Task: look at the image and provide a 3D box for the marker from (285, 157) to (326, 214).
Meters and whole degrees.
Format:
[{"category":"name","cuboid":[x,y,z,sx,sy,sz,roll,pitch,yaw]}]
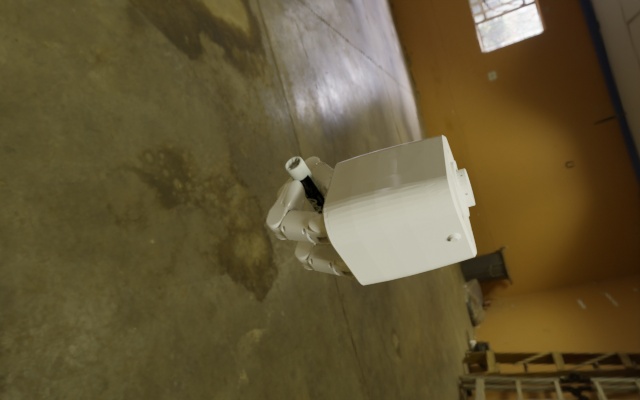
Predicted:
[{"category":"marker","cuboid":[0.000,0.002,0.490,0.020,0.020,0.121,0,-37,33]}]
